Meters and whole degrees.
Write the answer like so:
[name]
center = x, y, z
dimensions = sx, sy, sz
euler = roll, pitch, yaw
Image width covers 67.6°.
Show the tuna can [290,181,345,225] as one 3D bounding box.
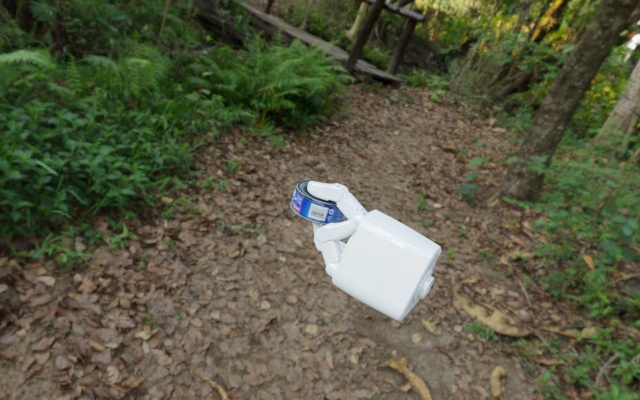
[tuna can]
center = 0.000, 0.002, 0.716
dimensions = 0.086, 0.034, 0.086
euler = 14, 22, -6
